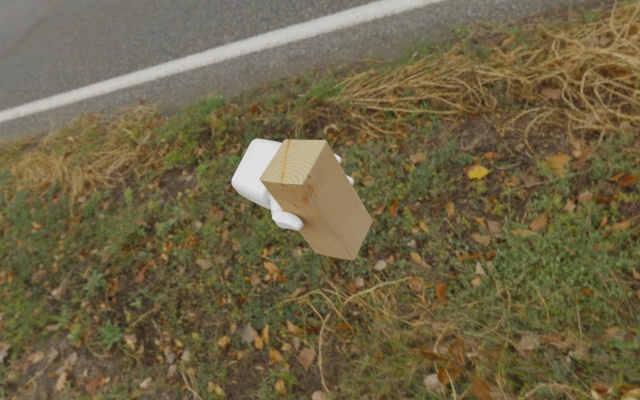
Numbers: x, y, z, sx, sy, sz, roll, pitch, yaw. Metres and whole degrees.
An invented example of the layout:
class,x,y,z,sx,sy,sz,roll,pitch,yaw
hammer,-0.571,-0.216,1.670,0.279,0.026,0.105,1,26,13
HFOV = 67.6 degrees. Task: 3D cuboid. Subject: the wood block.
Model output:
class,x,y,z,sx,sy,sz,roll,pitch,yaw
wood block,0.000,0.003,0.802,0.090,0.090,0.206,7,-34,37
